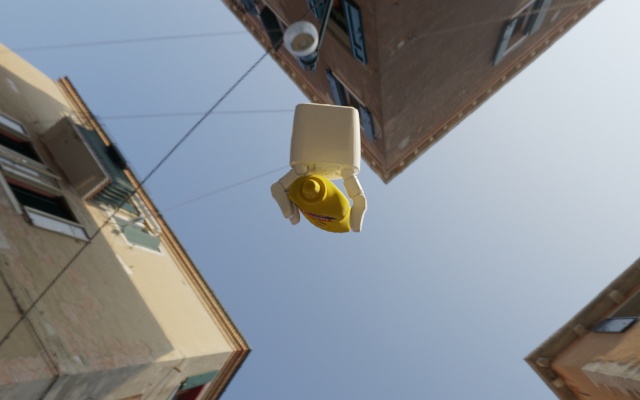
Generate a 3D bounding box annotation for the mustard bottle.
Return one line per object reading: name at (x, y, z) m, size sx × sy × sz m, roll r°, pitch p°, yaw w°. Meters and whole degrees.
mustard bottle at (0.000, 0.003, 0.755) m, size 0.096 × 0.058 × 0.192 m, roll 24°, pitch -10°, yaw 14°
